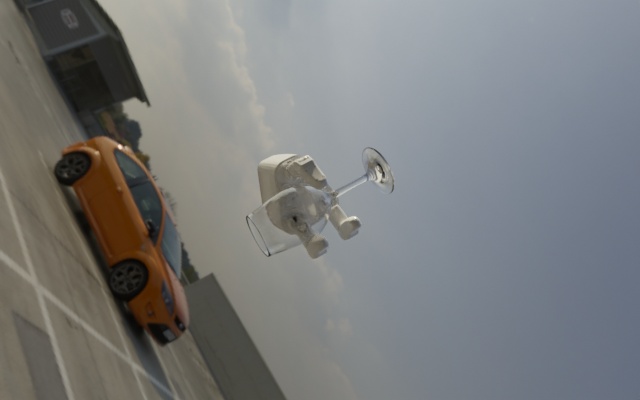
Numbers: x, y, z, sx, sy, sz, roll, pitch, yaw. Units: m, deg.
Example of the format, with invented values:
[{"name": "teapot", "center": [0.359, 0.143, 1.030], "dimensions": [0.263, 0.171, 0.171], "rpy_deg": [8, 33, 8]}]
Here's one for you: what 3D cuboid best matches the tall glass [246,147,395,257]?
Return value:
[{"name": "tall glass", "center": [0.001, 0.002, 0.657], "dimensions": [0.201, 0.079, 0.079], "rpy_deg": [-29, 10, -18]}]
